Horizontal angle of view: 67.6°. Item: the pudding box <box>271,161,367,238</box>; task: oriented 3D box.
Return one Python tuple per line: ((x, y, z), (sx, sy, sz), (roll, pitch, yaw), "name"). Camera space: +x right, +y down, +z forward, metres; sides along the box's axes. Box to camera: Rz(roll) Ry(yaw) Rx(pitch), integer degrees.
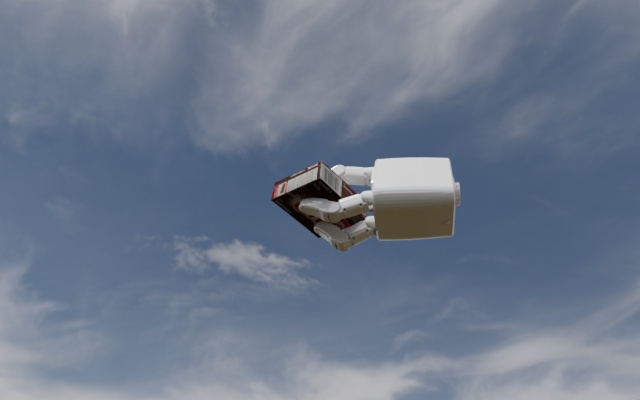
((0.000, 0.002, 0.685), (0.090, 0.039, 0.113), (-23, -49, 32), "pudding box")
